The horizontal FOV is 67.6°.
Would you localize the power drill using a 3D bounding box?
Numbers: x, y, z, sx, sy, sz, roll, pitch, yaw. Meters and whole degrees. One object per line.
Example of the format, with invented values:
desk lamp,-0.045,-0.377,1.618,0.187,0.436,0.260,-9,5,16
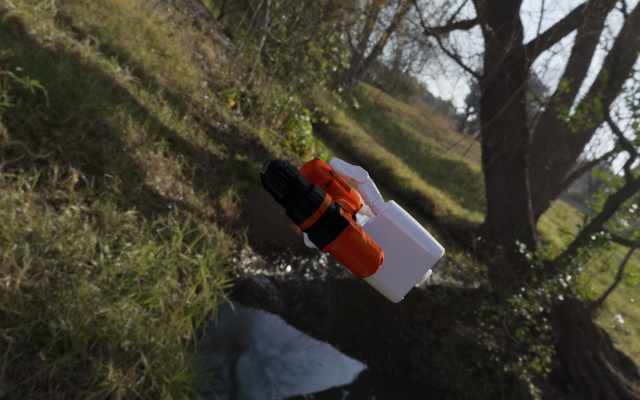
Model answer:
power drill,0.000,0.002,0.627,0.057,0.184,0.187,-42,14,13
